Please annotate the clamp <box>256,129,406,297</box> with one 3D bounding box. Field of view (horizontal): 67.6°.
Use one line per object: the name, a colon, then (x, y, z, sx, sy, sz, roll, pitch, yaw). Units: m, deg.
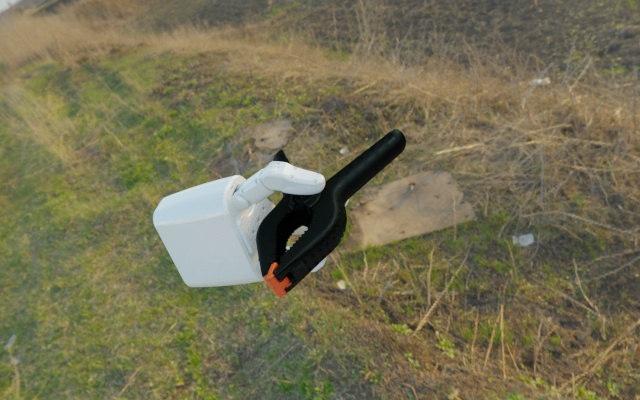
clamp: (-0.001, 0.001, 0.480, 0.164, 0.036, 0.209, -12, 39, 26)
